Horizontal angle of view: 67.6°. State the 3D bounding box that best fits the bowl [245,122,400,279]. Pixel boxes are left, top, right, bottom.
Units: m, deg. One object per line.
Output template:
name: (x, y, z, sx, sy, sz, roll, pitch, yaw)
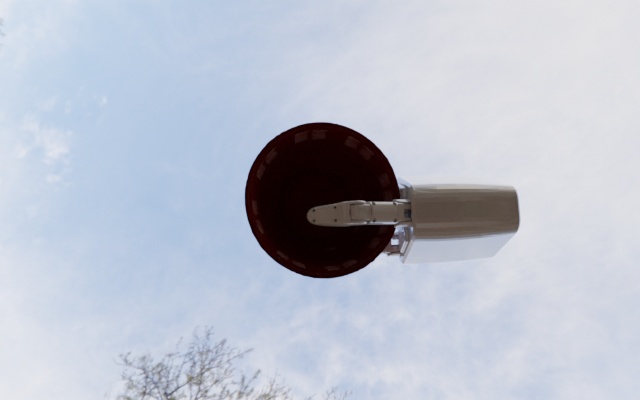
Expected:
bowl: (-0.001, 0.001, 0.511, 0.162, 0.162, 0.055, 0, -8, -10)
